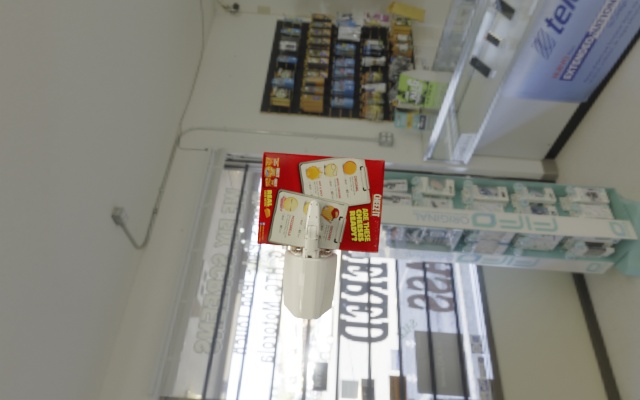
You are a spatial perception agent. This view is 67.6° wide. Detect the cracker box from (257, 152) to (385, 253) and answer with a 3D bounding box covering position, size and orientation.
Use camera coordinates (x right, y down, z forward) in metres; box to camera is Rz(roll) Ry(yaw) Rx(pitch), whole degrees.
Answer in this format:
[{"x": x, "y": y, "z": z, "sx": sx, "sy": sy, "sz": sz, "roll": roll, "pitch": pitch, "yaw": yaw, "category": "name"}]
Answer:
[{"x": 0.000, "y": 0.003, "z": 0.855, "sx": 0.214, "sy": 0.164, "sz": 0.072, "roll": 4, "pitch": 2, "yaw": 0, "category": "cracker box"}]
